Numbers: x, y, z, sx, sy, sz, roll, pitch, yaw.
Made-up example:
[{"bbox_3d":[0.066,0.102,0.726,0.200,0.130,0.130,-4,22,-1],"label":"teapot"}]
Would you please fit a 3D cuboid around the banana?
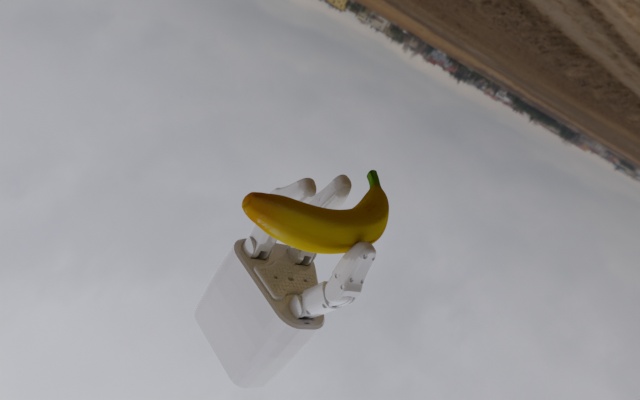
[{"bbox_3d":[0.013,0.015,0.415,0.037,0.069,0.198,-47,-18,29],"label":"banana"}]
